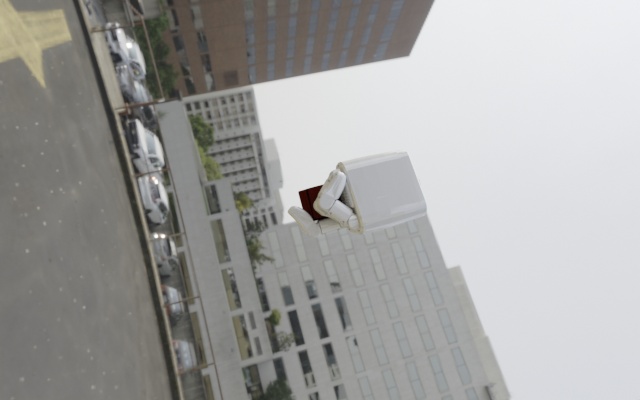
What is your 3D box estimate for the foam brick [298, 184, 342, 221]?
[{"bbox_3d":[0.000,0.002,0.759,0.051,0.053,0.078,-15,2,-11],"label":"foam brick"}]
